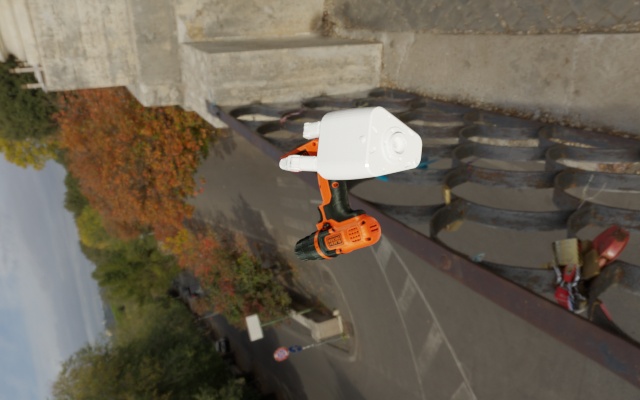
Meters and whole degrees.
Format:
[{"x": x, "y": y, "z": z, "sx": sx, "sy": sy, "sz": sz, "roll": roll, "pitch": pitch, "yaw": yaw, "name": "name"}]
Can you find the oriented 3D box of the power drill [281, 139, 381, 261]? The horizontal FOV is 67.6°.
[{"x": 0.000, "y": 0.002, "z": 0.785, "sx": 0.184, "sy": 0.187, "sz": 0.057, "roll": -22, "pitch": -3, "yaw": 43, "name": "power drill"}]
